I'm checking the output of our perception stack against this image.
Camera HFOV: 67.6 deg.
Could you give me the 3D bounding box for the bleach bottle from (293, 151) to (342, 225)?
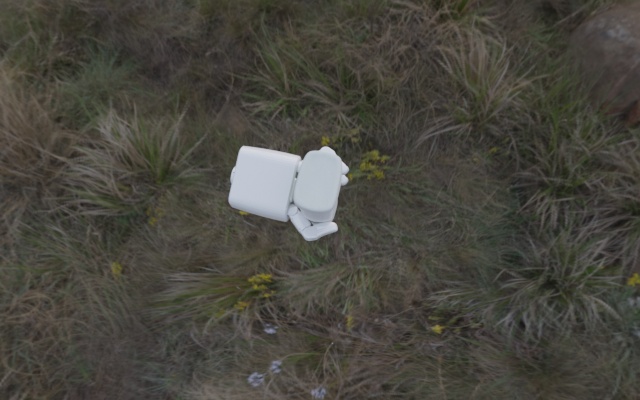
[{"bbox_3d":[0.000,0.003,0.846,0.068,0.102,0.251,12,-16,5],"label":"bleach bottle"}]
